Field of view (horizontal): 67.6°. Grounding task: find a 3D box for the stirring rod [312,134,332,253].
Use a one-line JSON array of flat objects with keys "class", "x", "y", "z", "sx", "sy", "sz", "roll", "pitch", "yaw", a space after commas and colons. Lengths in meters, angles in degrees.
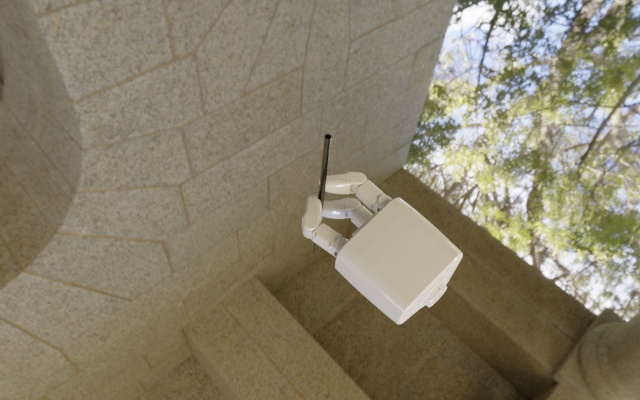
[{"class": "stirring rod", "x": 0.000, "y": 0.002, "z": 0.632, "sx": 0.011, "sy": 0.011, "sz": 0.240, "roll": 0, "pitch": -38, "yaw": -5}]
